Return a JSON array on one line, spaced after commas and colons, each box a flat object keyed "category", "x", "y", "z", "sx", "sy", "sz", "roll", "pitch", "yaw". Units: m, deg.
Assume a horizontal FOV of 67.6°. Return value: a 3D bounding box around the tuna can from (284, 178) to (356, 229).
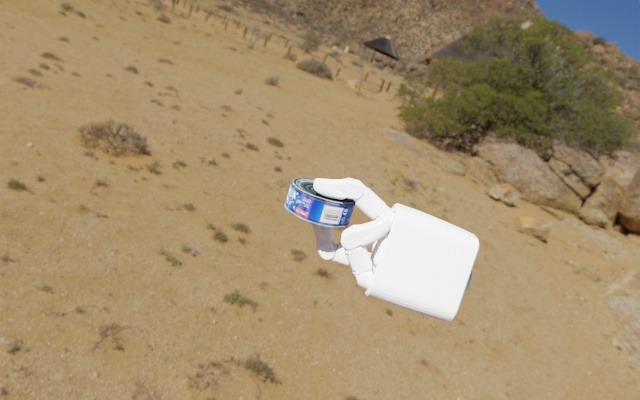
[{"category": "tuna can", "x": 0.000, "y": 0.001, "z": 0.600, "sx": 0.086, "sy": 0.034, "sz": 0.086, "roll": 16, "pitch": 16, "yaw": -5}]
